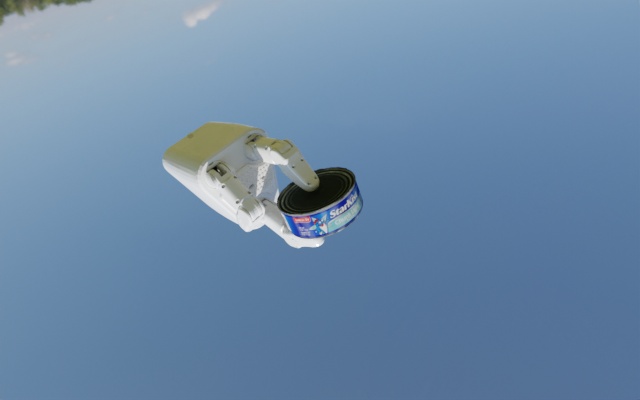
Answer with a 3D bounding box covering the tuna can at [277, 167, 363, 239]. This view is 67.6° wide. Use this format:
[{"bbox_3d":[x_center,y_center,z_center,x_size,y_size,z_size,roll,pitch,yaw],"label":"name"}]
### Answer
[{"bbox_3d":[0.000,0.002,0.497,0.086,0.034,0.086,-17,29,10],"label":"tuna can"}]
